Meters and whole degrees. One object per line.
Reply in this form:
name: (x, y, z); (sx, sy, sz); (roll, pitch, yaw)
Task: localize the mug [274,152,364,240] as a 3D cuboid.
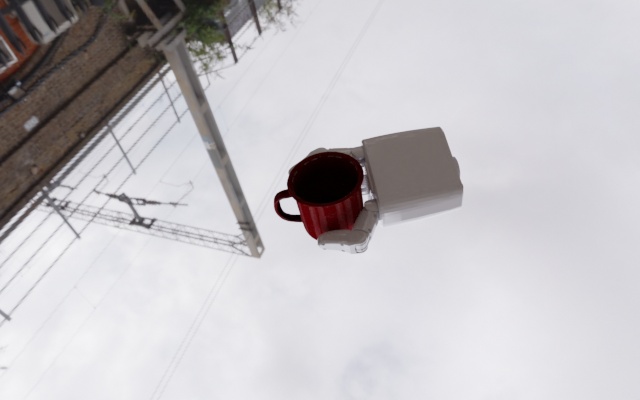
mug: (-0.001, 0.002, 0.597); (0.117, 0.093, 0.082); (-11, -43, 2)
